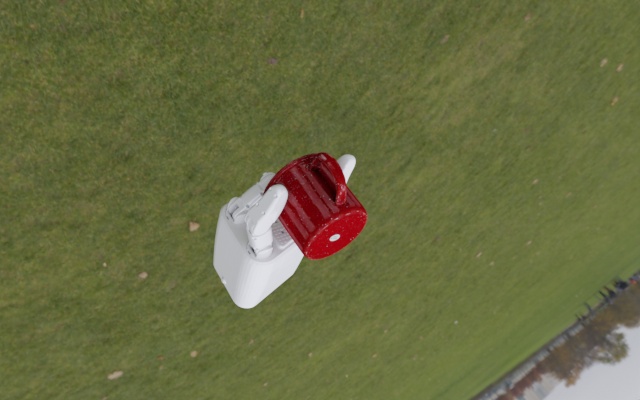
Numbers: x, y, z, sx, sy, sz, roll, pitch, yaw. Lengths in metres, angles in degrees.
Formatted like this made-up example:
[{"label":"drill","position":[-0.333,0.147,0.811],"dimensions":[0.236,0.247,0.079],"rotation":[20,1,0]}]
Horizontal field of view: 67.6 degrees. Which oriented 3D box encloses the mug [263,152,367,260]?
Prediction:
[{"label":"mug","position":[0.001,0.001,0.509],"dimensions":[0.093,0.081,0.117],"rotation":[-17,-33,-33]}]
